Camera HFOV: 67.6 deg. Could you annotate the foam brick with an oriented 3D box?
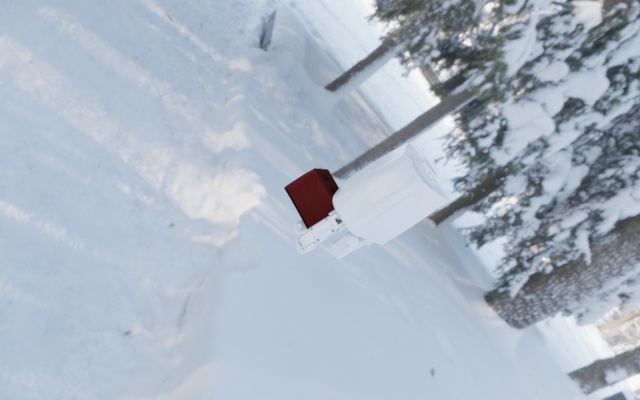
[{"bbox_3d":[0.000,0.002,0.632,0.051,0.078,0.053,-34,-11,21],"label":"foam brick"}]
